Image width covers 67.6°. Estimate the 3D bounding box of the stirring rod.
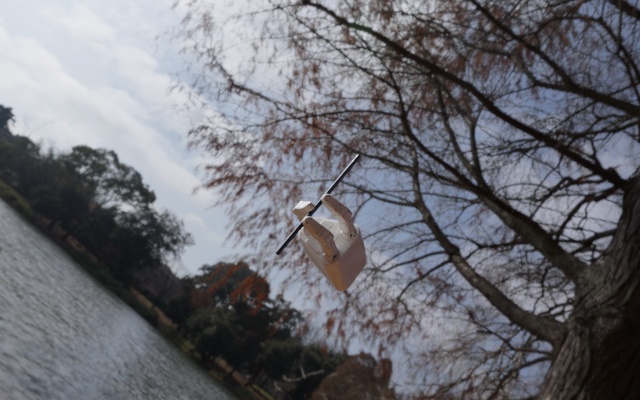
[{"bbox_3d":[0.000,0.003,0.829,0.011,0.239,0.011,33,-24,17],"label":"stirring rod"}]
